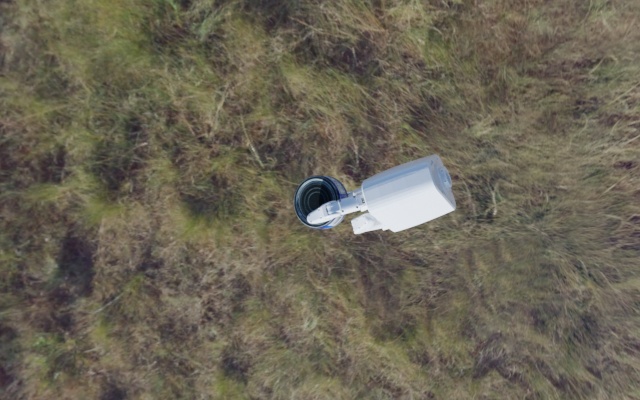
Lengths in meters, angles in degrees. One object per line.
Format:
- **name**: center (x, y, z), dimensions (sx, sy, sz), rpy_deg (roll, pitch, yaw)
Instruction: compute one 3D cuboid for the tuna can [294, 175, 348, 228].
- **tuna can**: center (0.000, 0.003, 0.766), dimensions (0.086, 0.086, 0.034), rpy_deg (0, -1, 30)
